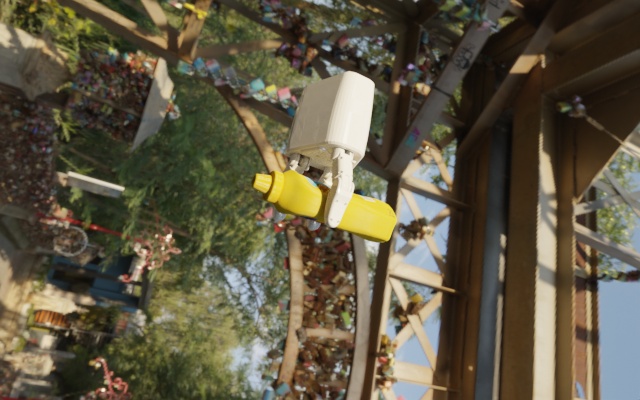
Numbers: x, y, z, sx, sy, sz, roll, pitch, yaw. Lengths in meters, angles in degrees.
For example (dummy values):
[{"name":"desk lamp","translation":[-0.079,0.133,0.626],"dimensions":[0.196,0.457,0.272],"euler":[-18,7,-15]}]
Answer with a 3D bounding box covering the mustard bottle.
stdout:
[{"name":"mustard bottle","translation":[0.000,0.002,0.633],"dimensions":[0.192,0.058,0.096],"euler":[19,8,-24]}]
